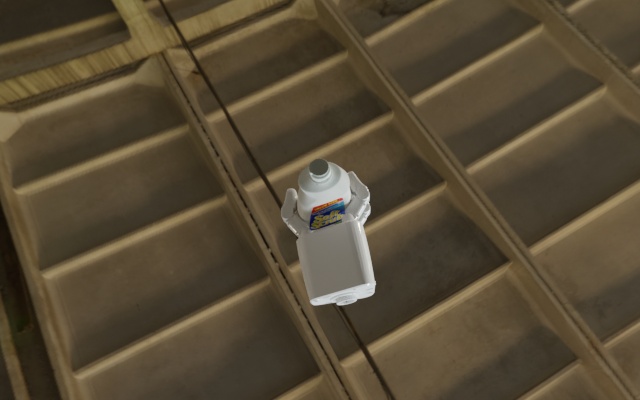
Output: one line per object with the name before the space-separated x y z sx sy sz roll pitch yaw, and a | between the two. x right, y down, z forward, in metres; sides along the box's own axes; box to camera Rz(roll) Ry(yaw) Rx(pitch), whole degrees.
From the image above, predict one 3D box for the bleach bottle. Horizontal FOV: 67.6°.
bleach bottle | 0.000 0.003 0.790 0.102 0.068 0.251 -11 -23 1
